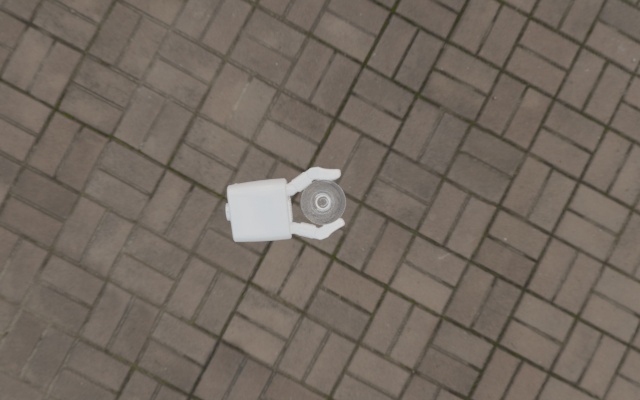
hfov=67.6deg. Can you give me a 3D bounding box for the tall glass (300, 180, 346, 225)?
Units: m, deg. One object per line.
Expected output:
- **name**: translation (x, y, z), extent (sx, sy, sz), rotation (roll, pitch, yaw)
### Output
- **tall glass**: translation (0.000, 0.003, 0.879), extent (0.079, 0.079, 0.201), rotation (0, 0, -2)
